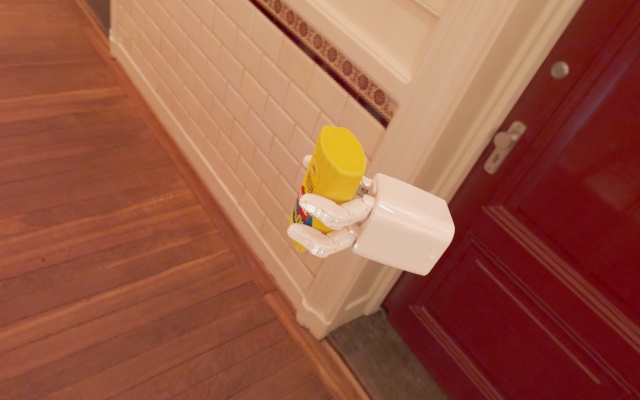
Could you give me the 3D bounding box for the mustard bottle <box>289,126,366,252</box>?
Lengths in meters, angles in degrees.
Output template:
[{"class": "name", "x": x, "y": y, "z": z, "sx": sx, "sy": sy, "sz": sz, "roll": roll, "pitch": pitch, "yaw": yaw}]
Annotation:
[{"class": "mustard bottle", "x": 0.000, "y": 0.002, "z": 0.637, "sx": 0.058, "sy": 0.096, "sz": 0.192, "roll": 3, "pitch": -46, "yaw": -21}]
